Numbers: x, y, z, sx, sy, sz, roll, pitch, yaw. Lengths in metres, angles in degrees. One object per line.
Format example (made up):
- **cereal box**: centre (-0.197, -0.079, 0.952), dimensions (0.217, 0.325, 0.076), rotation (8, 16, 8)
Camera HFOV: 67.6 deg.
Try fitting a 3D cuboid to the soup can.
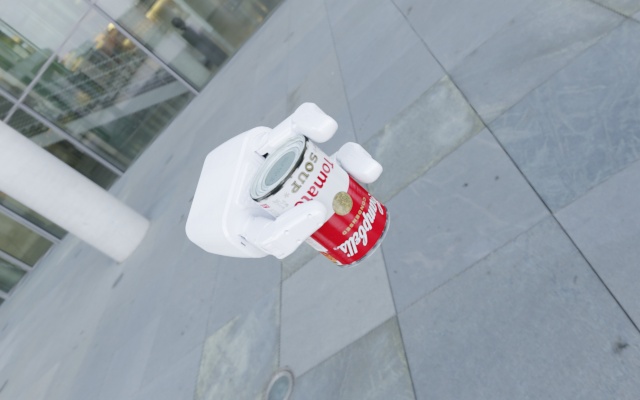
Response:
- **soup can**: centre (0.000, 0.001, 0.400), dimensions (0.102, 0.068, 0.068), rotation (40, -20, -26)
